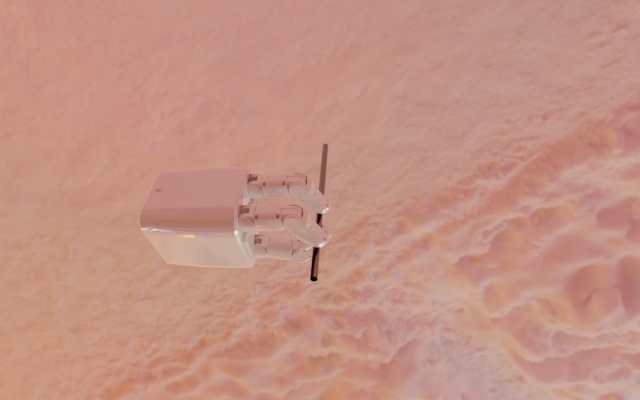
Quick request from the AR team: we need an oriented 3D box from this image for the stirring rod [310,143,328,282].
[{"bbox_3d":[0.000,0.002,0.578,0.011,0.011,0.239,0,41,4],"label":"stirring rod"}]
